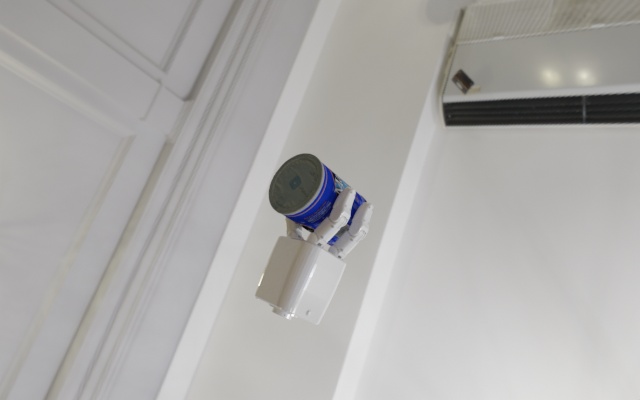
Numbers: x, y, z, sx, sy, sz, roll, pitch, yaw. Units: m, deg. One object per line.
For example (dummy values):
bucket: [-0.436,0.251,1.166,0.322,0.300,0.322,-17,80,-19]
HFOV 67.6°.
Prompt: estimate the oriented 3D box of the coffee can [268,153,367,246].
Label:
coffee can: [0.000,0.002,0.768,0.103,0.102,0.140,0,-25,39]
